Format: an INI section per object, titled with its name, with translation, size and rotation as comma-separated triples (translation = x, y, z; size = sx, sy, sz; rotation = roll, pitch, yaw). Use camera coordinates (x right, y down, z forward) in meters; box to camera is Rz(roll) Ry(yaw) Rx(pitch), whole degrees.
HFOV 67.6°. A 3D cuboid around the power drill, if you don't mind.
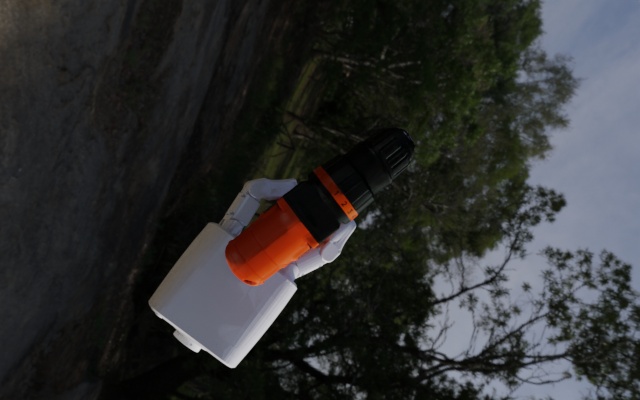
[power drill]
translation = 0.000, 0.002, 0.466
size = 0.184, 0.057, 0.187
rotation = -36, -1, 0
